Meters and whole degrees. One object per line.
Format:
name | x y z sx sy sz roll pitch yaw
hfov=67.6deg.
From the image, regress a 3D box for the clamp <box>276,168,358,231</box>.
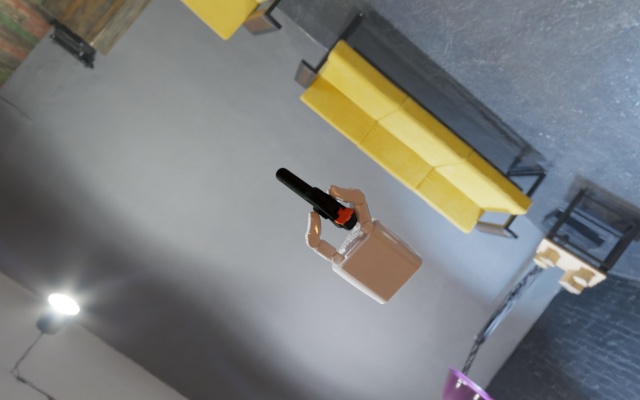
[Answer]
clamp | 0.000 0.003 0.787 0.164 0.036 0.210 38 -3 -11
